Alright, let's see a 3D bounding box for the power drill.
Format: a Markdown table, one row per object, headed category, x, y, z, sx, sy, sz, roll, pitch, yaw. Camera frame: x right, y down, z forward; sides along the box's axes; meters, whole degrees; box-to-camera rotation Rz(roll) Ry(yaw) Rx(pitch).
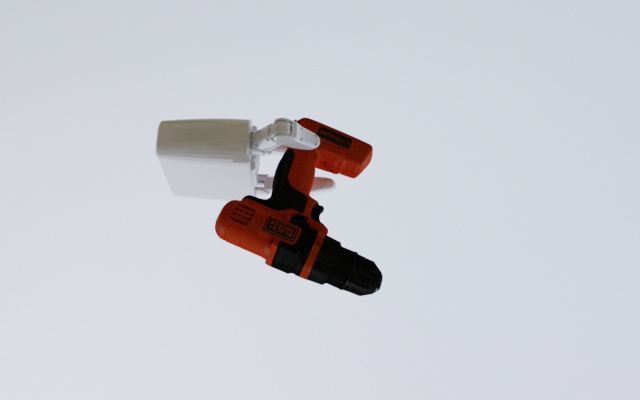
| category | x | y | z | sx | sy | sz | roll | pitch | yaw |
| --- | --- | --- | --- | --- | --- | --- | --- | --- | --- |
| power drill | 0.000 | 0.001 | 0.539 | 0.184 | 0.187 | 0.057 | 24 | -38 | -1 |
